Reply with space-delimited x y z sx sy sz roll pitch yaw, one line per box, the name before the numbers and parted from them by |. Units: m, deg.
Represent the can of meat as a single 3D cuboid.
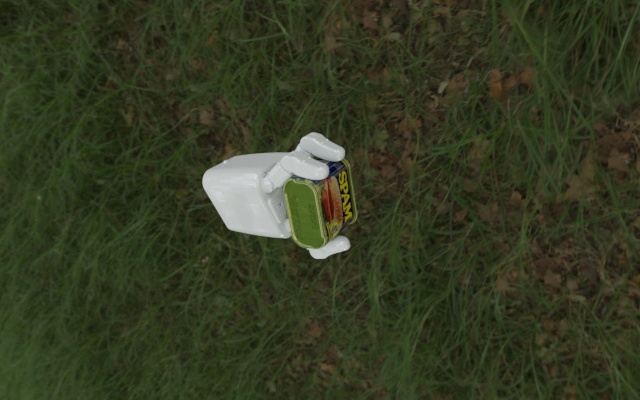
can of meat | 0.000 0.002 0.624 0.057 0.102 0.084 6 27 32
